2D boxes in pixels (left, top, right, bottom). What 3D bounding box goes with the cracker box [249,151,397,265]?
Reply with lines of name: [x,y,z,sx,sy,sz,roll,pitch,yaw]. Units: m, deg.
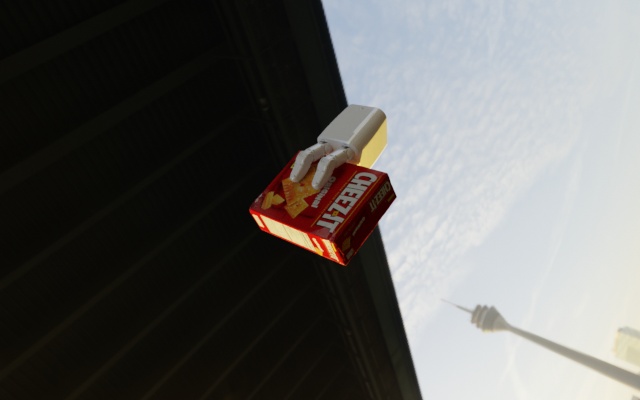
cracker box: [0.000,0.003,0.855,0.213,0.164,0.072,18,-31,40]
